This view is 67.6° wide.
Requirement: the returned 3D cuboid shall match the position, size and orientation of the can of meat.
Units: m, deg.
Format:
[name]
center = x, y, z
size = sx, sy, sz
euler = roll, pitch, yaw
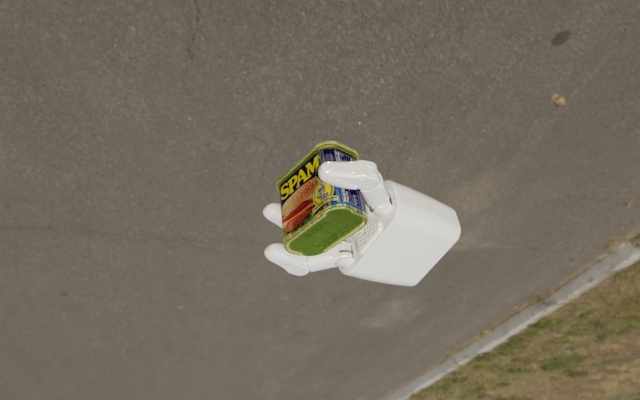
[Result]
[can of meat]
center = 0.000, 0.002, 0.509
size = 0.057, 0.084, 0.102
euler = 21, -44, -35
